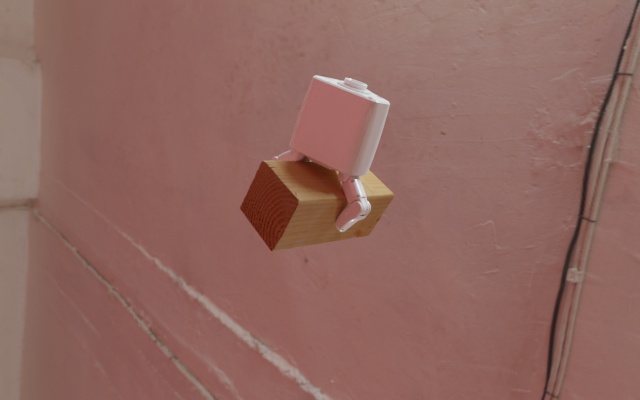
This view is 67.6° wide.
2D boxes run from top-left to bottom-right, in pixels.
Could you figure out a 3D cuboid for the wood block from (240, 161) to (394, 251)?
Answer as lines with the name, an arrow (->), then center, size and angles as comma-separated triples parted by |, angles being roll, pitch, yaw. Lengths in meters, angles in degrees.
wood block -> 0.001, 0.002, 0.704 | 0.206, 0.090, 0.090 | -4, 43, -46
